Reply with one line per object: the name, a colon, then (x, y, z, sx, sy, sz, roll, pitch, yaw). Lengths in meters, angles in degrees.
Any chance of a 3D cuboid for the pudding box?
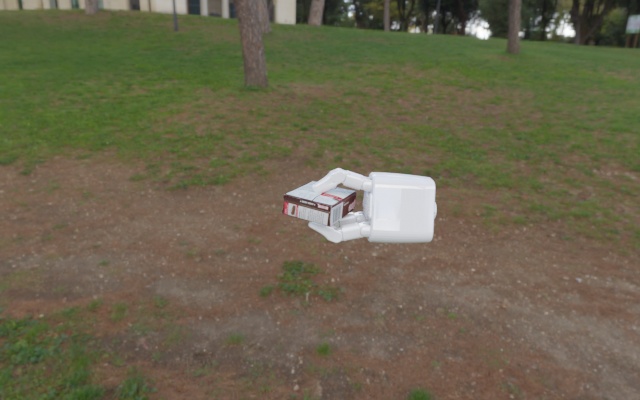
pudding box: (0.000, 0.003, 0.810, 0.090, 0.039, 0.113, 13, 18, 22)
